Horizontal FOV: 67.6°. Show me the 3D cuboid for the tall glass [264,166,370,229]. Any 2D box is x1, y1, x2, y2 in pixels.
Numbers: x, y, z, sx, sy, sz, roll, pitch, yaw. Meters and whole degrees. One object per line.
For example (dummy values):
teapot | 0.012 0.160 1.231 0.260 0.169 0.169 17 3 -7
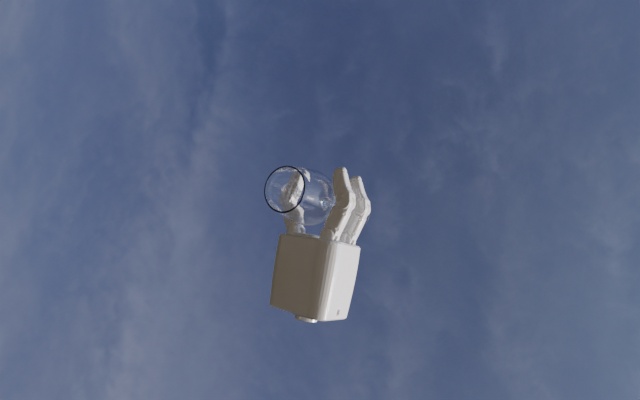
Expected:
tall glass | 0.000 0.002 0.692 0.079 0.079 0.201 0 -10 28
